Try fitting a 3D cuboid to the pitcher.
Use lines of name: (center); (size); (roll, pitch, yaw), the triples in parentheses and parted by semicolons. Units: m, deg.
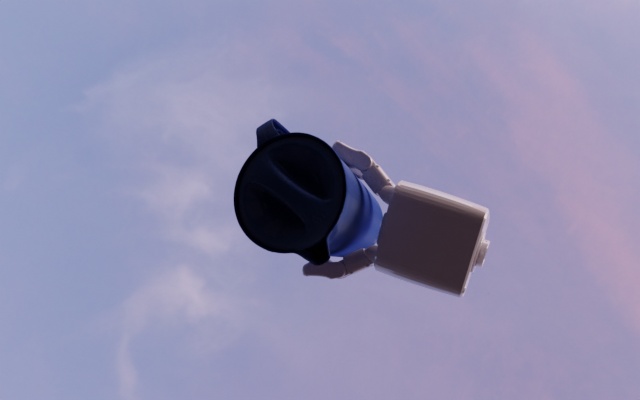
pitcher: (0.000, 0.002, 0.619); (0.145, 0.149, 0.243); (16, -5, 22)
